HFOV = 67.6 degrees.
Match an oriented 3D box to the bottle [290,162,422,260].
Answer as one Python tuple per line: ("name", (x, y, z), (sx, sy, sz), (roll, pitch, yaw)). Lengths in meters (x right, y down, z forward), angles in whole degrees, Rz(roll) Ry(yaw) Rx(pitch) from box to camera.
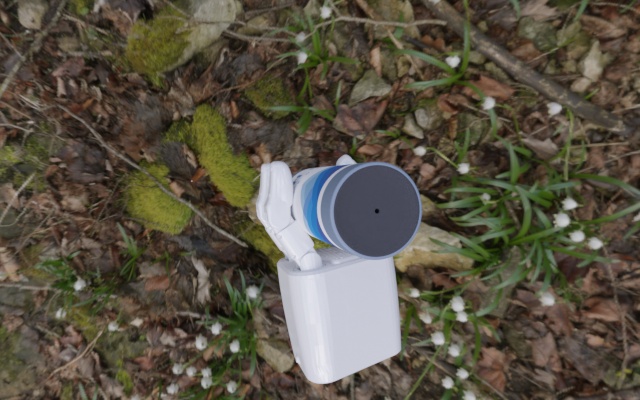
("bottle", (0.000, 0.001, 0.461), (0.069, 0.069, 0.295), (0, 2, -15))
